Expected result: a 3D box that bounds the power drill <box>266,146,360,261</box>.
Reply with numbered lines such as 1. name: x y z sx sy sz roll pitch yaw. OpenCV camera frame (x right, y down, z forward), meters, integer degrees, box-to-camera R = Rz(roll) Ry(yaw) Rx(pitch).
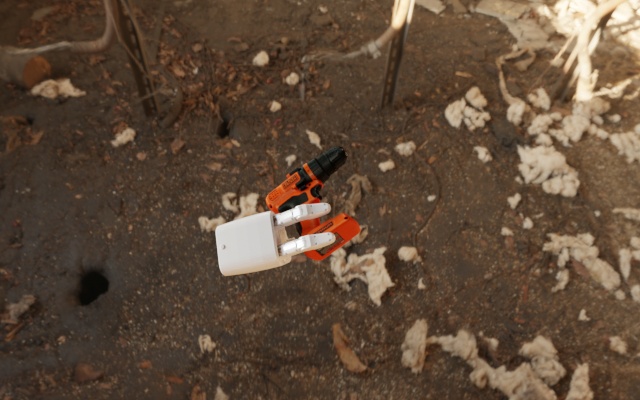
1. power drill: 0.000 0.003 0.876 0.184 0.187 0.057 -38 -44 9
